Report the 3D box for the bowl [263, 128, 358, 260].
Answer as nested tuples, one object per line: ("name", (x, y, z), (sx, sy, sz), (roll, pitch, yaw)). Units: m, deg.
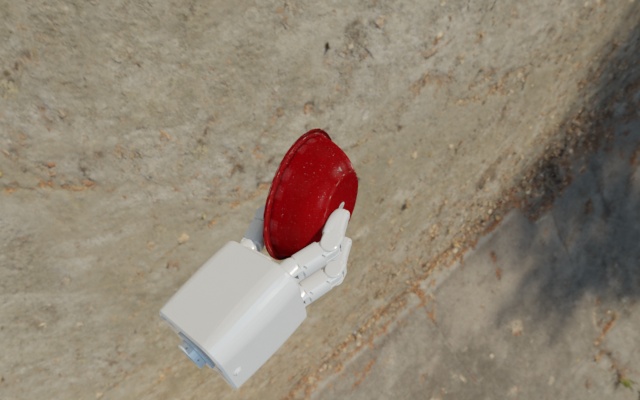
("bowl", (0.001, 0.001, 0.554), (0.055, 0.162, 0.162), (19, 7, 22))
